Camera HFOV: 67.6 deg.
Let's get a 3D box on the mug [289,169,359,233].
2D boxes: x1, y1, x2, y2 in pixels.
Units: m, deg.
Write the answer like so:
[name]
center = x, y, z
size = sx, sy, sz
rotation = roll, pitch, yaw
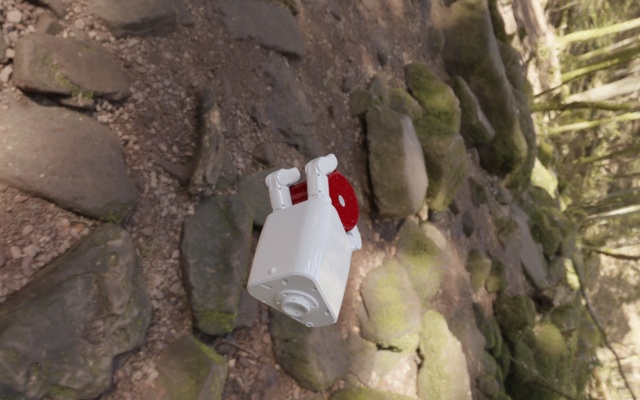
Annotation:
[mug]
center = 0.001, 0.001, 0.650
size = 0.081, 0.117, 0.093
rotation = -19, -50, 32
